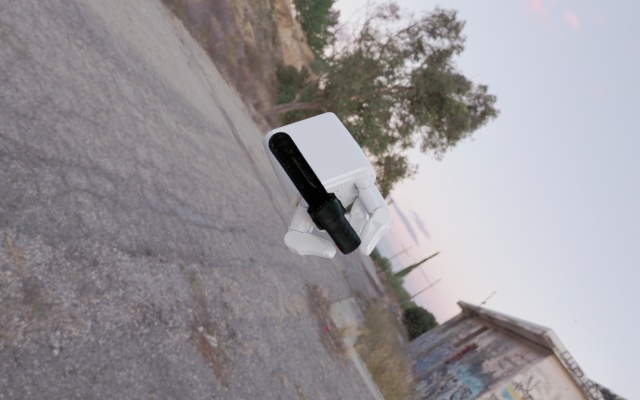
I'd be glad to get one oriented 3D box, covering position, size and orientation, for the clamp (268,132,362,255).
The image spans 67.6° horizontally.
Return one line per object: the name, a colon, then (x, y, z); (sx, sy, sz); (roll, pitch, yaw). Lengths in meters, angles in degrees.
clamp: (0.001, 0.001, 0.507); (0.039, 0.120, 0.171); (-29, -28, 0)
